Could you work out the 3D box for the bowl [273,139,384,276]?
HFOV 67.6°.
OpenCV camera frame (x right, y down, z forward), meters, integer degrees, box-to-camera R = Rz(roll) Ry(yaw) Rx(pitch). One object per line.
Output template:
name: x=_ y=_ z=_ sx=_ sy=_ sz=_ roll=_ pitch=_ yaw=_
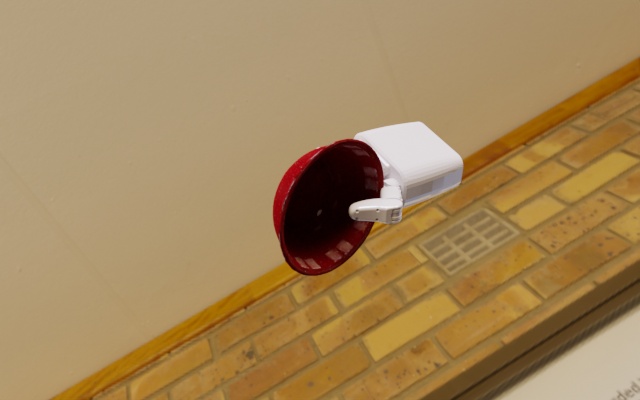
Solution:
bowl: x=-0.001 y=0.002 z=0.542 sx=0.055 sy=0.162 sz=0.162 roll=27 pitch=18 yaw=39
